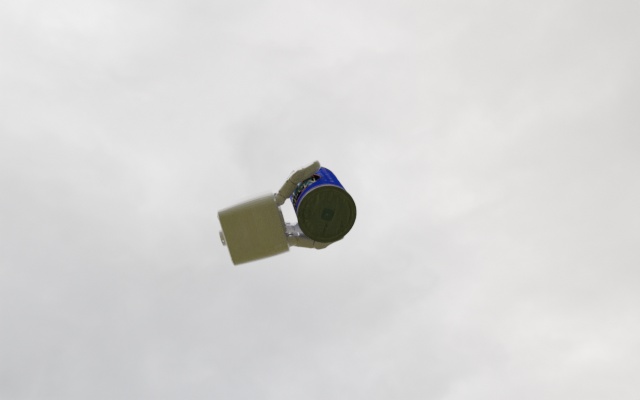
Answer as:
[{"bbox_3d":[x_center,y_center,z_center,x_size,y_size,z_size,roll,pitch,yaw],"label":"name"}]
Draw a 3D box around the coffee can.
[{"bbox_3d":[0.000,0.003,0.864,0.103,0.103,0.140,0,18,-10],"label":"coffee can"}]
